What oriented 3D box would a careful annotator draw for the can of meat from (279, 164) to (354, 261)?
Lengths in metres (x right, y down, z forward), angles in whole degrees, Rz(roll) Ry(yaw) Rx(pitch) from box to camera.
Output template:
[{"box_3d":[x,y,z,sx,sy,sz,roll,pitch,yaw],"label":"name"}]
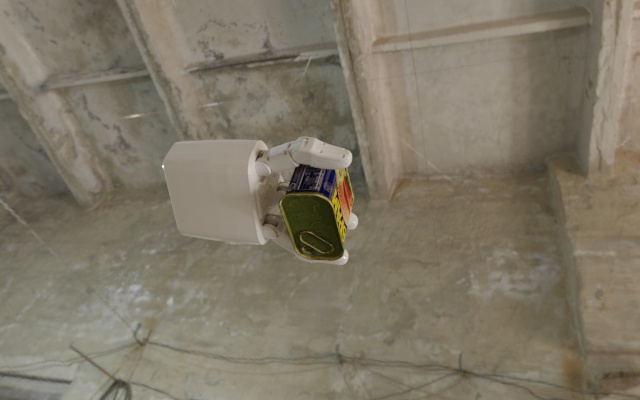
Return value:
[{"box_3d":[0.000,0.001,0.524,0.057,0.102,0.084,0,45,17],"label":"can of meat"}]
